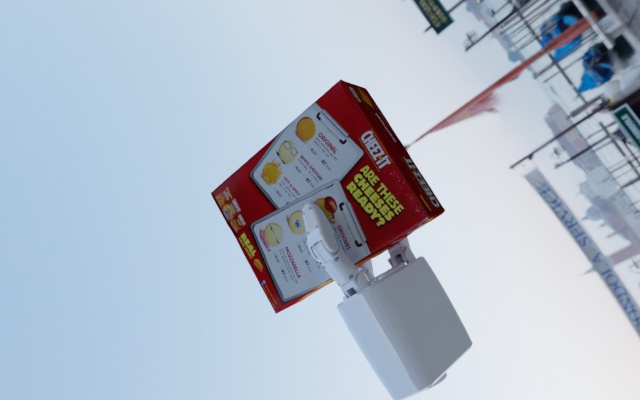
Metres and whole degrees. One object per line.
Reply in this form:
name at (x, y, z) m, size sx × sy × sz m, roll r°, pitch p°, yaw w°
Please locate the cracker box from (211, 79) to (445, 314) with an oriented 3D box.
cracker box at (0.000, 0.002, 0.527) m, size 0.214 × 0.164 × 0.072 m, roll -36°, pitch -12°, yaw 27°
